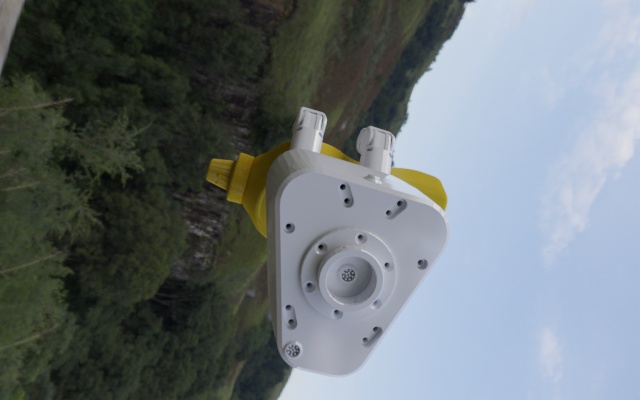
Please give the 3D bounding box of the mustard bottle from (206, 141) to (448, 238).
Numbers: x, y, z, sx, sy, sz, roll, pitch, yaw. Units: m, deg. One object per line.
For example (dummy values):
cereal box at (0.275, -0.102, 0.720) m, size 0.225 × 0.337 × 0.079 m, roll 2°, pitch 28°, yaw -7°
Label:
mustard bottle at (0.000, 0.001, 0.401) m, size 0.191 × 0.096 × 0.058 m, roll 16°, pitch 31°, yaw -8°
